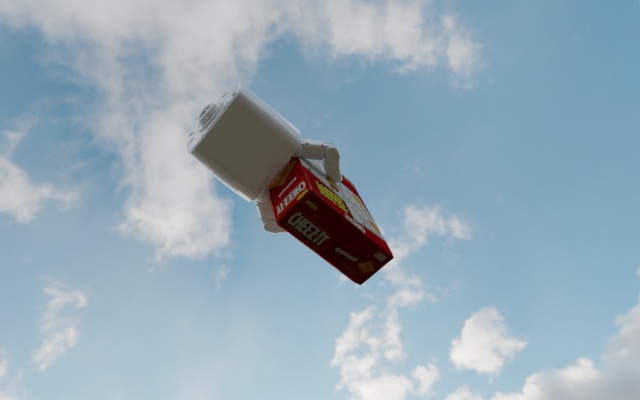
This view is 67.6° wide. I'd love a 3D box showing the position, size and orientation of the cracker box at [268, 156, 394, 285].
[{"bbox_3d":[0.000,0.002,0.694,0.164,0.072,0.213,39,15,-28],"label":"cracker box"}]
